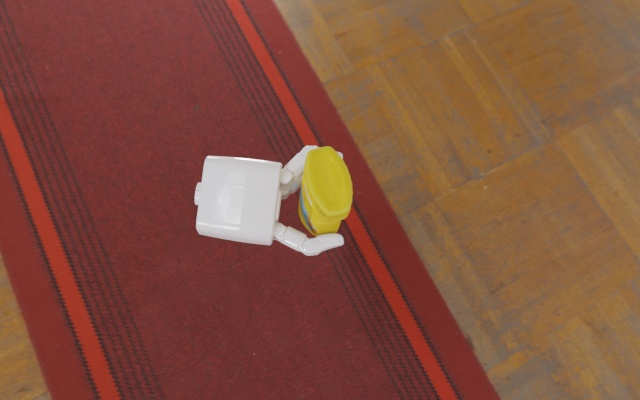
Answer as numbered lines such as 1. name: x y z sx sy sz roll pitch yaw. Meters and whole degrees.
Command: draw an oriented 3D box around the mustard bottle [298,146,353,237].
1. mustard bottle: 0.000 0.002 0.690 0.058 0.096 0.192 -15 -15 -11
